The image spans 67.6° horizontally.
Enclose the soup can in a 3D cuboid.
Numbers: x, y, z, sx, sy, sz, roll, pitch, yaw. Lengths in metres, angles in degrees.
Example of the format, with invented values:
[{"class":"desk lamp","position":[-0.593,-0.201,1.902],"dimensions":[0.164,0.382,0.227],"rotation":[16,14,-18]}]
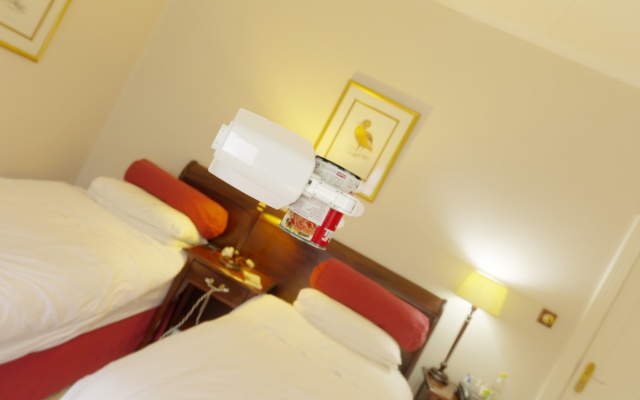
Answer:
[{"class":"soup can","position":[0.001,0.002,0.607],"dimensions":[0.068,0.102,0.068],"rotation":[28,1,-1]}]
